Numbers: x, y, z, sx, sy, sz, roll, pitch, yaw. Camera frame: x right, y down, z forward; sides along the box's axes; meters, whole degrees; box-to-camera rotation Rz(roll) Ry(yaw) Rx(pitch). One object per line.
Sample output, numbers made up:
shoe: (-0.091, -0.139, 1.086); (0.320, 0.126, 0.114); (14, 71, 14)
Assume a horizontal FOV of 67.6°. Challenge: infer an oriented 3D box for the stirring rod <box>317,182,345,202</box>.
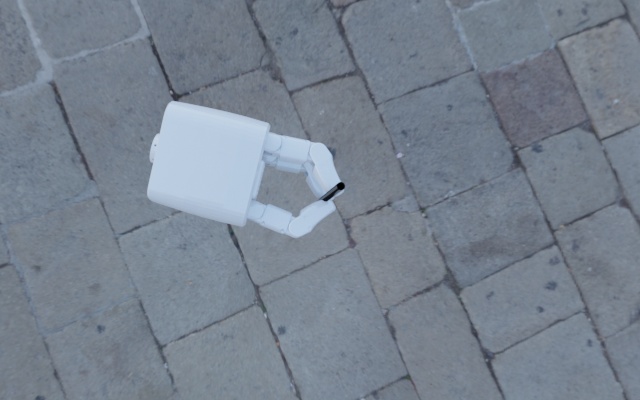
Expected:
stirring rod: (0.000, 0.002, 0.562); (0.011, 0.011, 0.239); (0, -7, -9)
